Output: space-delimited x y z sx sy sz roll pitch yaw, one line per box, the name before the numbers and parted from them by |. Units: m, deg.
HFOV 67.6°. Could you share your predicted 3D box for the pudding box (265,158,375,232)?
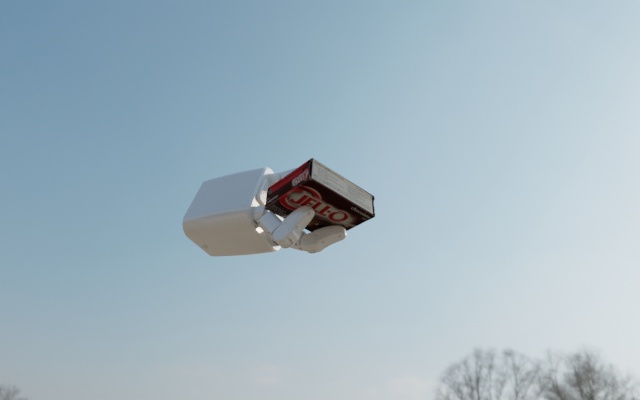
pudding box | 0.000 0.002 0.611 0.113 0.039 0.090 27 -40 -32
